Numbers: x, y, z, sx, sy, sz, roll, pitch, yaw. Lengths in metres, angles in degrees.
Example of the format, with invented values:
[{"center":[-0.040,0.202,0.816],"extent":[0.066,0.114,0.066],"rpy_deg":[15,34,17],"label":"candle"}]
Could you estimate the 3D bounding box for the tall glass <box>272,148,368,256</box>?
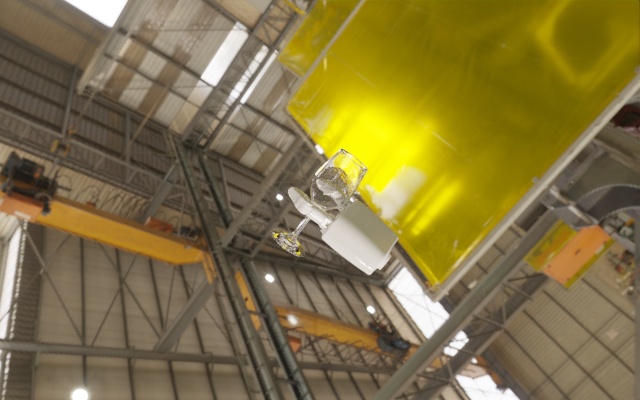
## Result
[{"center":[0.000,0.003,0.862],"extent":[0.079,0.201,0.079],"rpy_deg":[35,14,-10],"label":"tall glass"}]
